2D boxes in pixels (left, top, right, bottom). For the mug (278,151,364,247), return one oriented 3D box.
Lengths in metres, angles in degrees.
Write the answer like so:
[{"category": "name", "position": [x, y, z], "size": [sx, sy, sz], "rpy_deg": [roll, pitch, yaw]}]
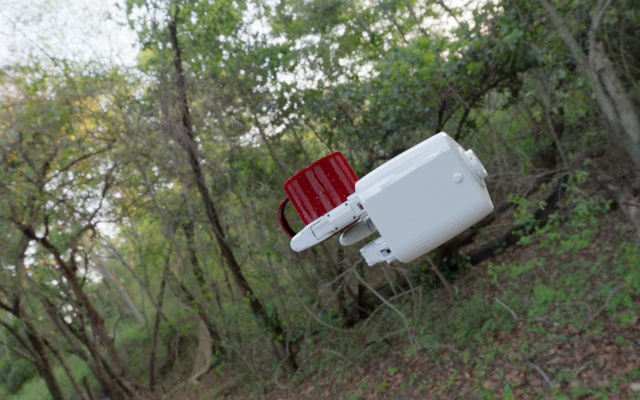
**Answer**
[{"category": "mug", "position": [-0.001, 0.002, 0.566], "size": [0.117, 0.081, 0.093], "rpy_deg": [-32, -2, 22]}]
